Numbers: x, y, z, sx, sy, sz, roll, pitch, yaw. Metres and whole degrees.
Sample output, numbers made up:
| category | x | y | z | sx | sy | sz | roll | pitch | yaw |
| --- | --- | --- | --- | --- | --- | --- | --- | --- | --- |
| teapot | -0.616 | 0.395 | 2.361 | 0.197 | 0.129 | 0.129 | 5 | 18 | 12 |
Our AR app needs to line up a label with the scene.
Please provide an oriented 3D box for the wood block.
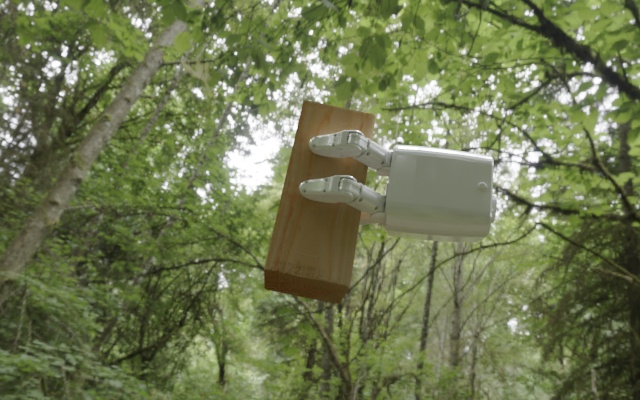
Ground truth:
| category | x | y | z | sx | sy | sz | roll | pitch | yaw |
| --- | --- | --- | --- | --- | --- | --- | --- | --- | --- |
| wood block | 0.000 | 0.002 | 0.551 | 0.090 | 0.206 | 0.091 | 11 | -24 | 0 |
